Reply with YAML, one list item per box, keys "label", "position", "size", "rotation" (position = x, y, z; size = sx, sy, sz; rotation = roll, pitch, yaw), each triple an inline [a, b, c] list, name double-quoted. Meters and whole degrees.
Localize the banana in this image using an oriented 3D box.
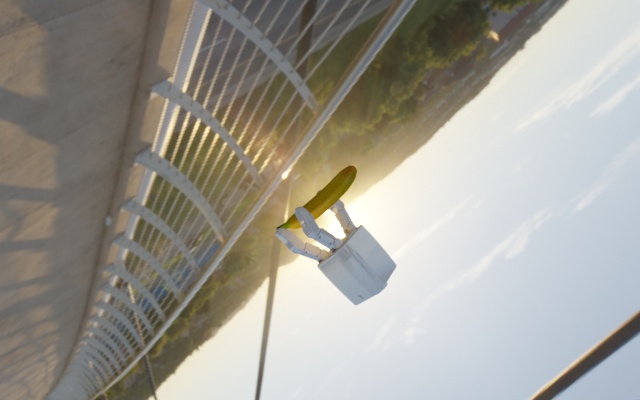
- label: "banana"
  position: [0.004, 0.000, 0.872]
  size: [0.198, 0.037, 0.069]
  rotation: [-42, -3, 26]
